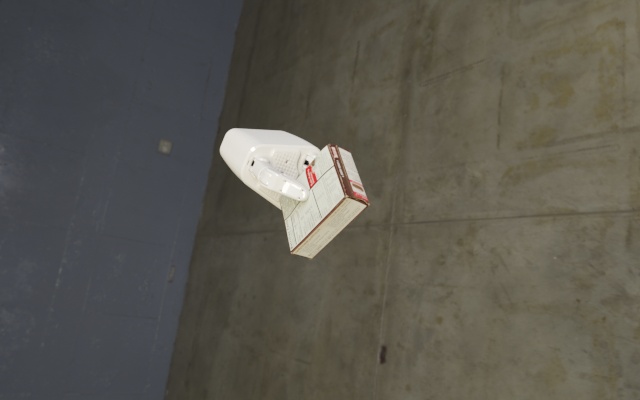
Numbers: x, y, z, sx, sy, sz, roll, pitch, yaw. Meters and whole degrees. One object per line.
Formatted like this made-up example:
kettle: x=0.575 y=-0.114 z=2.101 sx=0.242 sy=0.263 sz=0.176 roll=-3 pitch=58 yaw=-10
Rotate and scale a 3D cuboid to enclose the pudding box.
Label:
pudding box: x=0.000 y=0.002 z=0.571 sx=0.039 sy=0.090 sz=0.113 roll=16 pitch=-49 yaw=-34
